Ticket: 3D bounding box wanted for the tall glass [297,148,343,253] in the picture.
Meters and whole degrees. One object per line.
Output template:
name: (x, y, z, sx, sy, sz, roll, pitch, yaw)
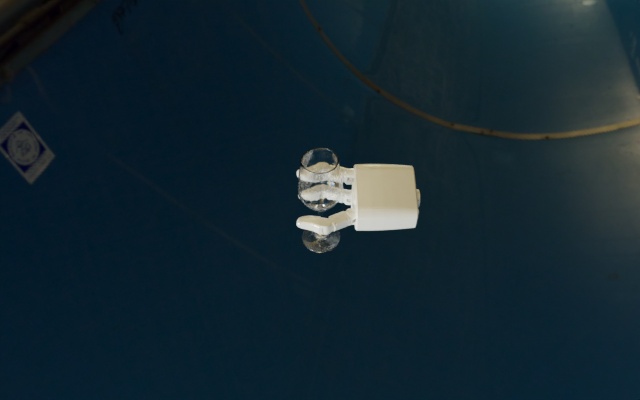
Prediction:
tall glass: (0.000, 0.003, 0.840, 0.079, 0.079, 0.201, 0, -42, 1)
